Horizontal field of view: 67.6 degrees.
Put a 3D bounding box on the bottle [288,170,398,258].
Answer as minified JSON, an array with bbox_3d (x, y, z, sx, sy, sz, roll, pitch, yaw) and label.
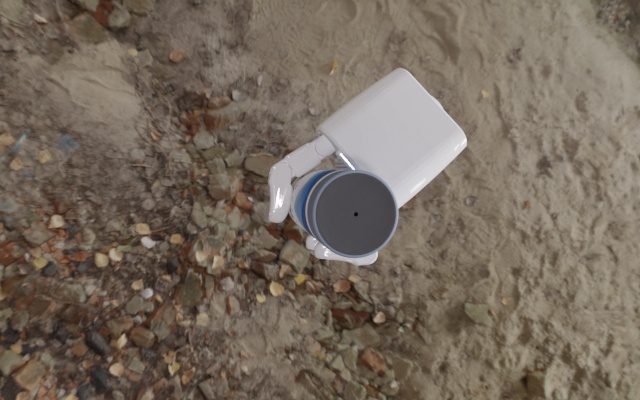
[{"bbox_3d":[0.000,0.002,0.498,0.069,0.069,0.295,0,3,-10],"label":"bottle"}]
